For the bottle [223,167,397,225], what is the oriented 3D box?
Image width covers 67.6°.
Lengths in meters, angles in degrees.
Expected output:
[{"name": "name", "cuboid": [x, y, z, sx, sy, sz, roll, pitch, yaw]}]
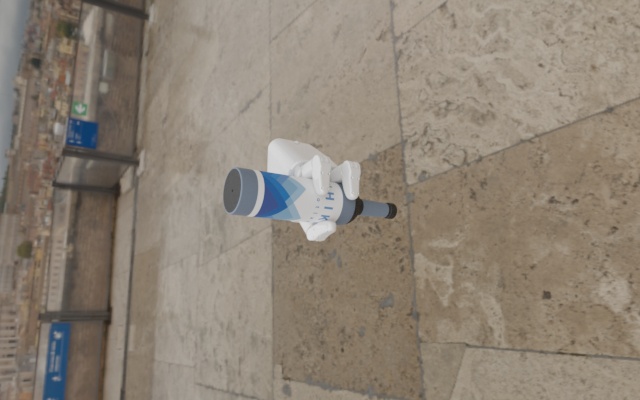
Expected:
[{"name": "bottle", "cuboid": [0.000, 0.002, 0.740, 0.296, 0.069, 0.069, 7, -4, -33]}]
